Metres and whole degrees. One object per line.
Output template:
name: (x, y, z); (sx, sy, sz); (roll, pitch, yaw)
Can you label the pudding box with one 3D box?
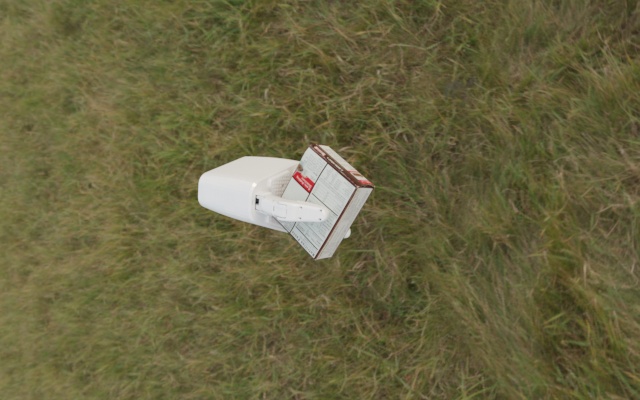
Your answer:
pudding box: (0.000, 0.002, 0.576); (0.090, 0.113, 0.039); (43, 29, 28)
